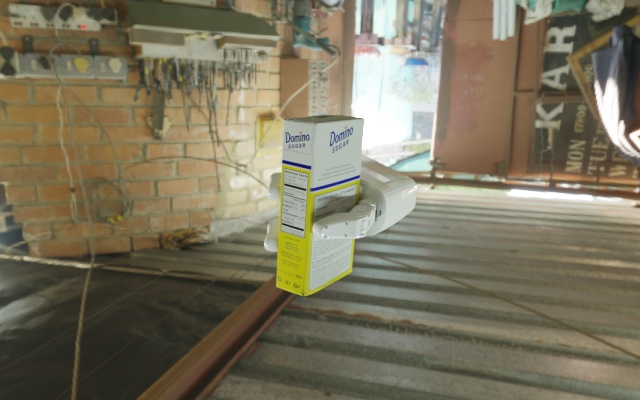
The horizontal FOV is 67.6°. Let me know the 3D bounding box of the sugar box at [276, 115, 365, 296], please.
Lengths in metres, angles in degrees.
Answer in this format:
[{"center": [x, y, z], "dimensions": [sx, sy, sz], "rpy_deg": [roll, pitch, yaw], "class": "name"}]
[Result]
[{"center": [0.000, 0.002, 0.497], "dimensions": [0.048, 0.176, 0.093], "rpy_deg": [12, 17, 33], "class": "sugar box"}]
